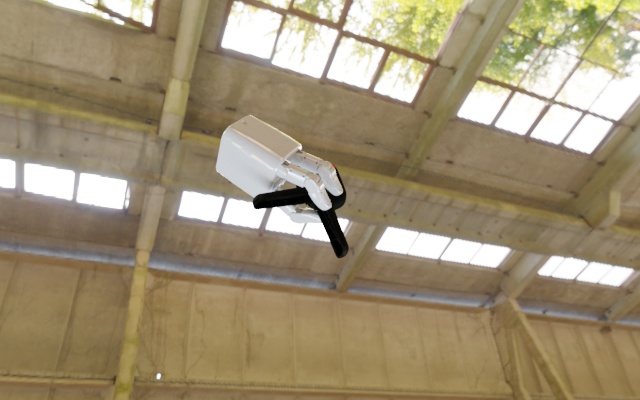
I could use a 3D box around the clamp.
[{"bbox_3d":[0.000,0.003,0.797,0.164,0.036,0.210,35,35,3],"label":"clamp"}]
